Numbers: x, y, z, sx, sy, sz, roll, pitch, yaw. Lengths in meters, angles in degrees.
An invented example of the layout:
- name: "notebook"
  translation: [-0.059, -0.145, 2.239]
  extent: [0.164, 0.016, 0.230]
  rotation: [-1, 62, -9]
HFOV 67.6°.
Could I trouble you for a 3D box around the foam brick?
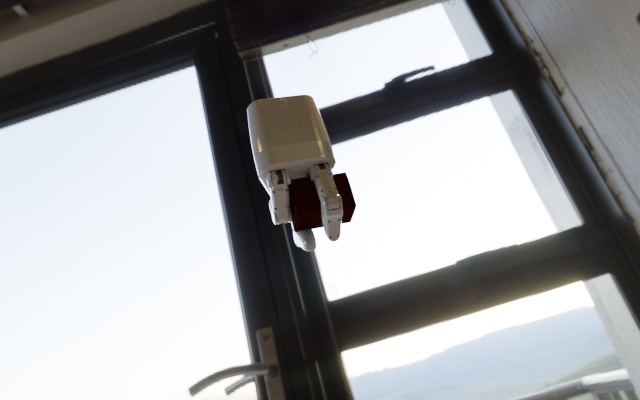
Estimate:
- name: "foam brick"
  translation: [0.000, 0.002, 0.613]
  extent: [0.078, 0.051, 0.053]
  rotation: [-9, -25, -13]
